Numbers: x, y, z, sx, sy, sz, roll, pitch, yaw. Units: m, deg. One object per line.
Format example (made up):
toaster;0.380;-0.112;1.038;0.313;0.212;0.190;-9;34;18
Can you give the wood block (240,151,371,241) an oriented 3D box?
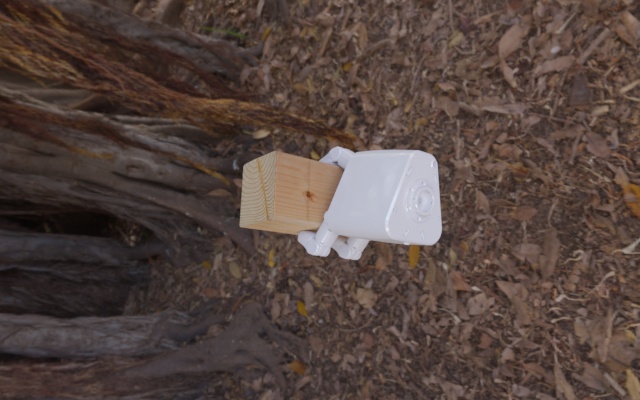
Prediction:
wood block;0.000;0.002;0.679;0.206;0.090;0.090;11;-16;-35
